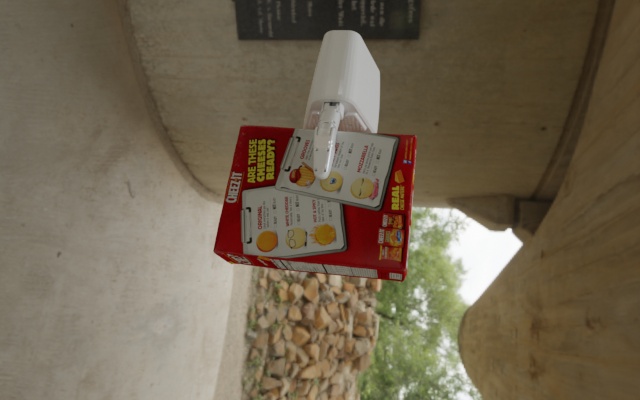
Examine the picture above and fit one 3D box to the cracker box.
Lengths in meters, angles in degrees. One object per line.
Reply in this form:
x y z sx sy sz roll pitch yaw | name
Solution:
0.000 0.002 0.565 0.213 0.164 0.072 4 -21 10 | cracker box
